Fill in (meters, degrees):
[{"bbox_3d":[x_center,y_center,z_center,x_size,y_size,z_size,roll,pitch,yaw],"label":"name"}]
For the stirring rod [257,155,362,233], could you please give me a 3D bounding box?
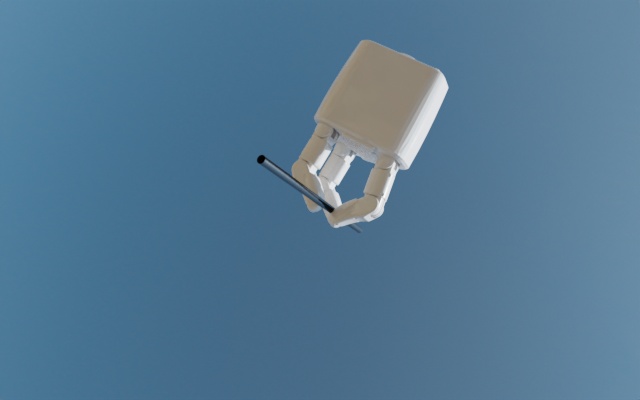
[{"bbox_3d":[0.000,0.002,0.497,0.011,0.011,0.240,0,-17,25],"label":"stirring rod"}]
